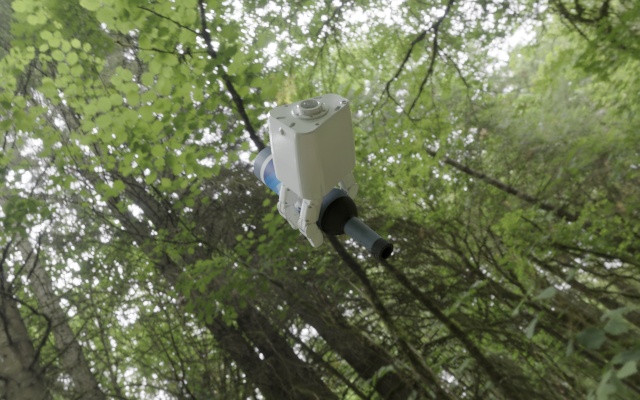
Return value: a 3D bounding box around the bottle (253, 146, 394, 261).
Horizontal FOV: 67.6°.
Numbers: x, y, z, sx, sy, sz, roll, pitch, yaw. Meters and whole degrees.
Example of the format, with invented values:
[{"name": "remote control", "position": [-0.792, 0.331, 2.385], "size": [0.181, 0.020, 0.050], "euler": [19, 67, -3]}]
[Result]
[{"name": "bottle", "position": [0.000, 0.002, 0.736], "size": [0.069, 0.069, 0.295], "euler": [0, 27, -43]}]
